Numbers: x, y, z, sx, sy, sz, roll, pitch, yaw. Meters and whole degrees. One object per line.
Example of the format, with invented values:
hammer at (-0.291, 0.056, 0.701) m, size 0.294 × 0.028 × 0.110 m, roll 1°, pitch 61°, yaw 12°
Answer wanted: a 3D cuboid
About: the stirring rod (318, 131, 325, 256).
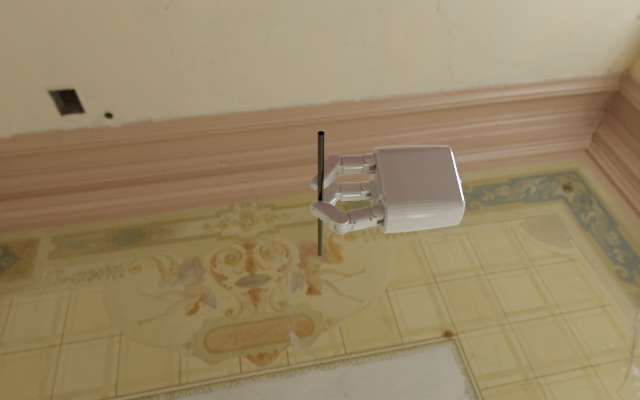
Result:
stirring rod at (0.000, 0.002, 0.640) m, size 0.011 × 0.011 × 0.240 m, roll 0°, pitch -41°, yaw 0°
